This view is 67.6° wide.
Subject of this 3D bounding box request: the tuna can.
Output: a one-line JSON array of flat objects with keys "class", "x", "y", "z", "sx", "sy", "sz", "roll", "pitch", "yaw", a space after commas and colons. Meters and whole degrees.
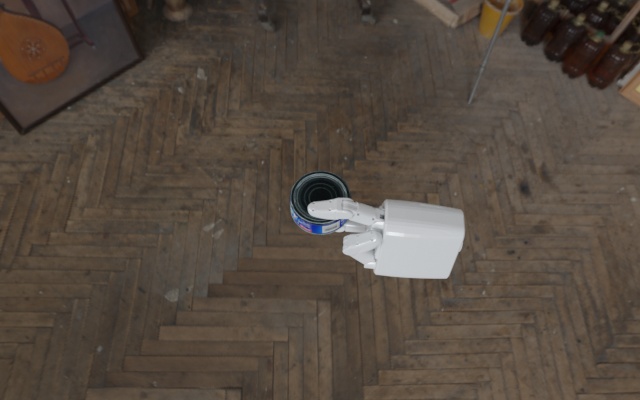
[{"class": "tuna can", "x": 0.000, "y": 0.002, "z": 0.662, "sx": 0.086, "sy": 0.086, "sz": 0.034, "roll": 0, "pitch": -28, "yaw": 1}]
